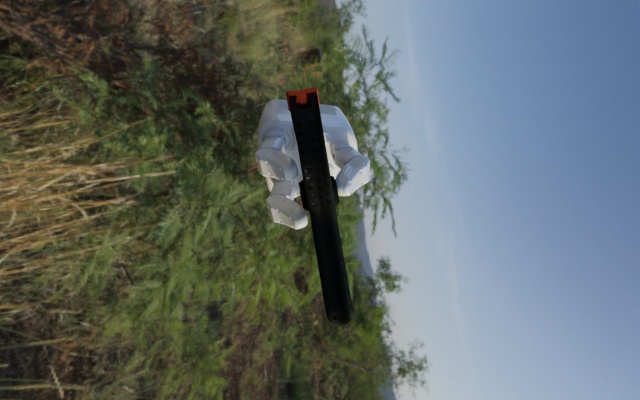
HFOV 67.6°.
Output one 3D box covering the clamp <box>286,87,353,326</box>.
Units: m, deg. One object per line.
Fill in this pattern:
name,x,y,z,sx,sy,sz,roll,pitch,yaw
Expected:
clamp,0.001,0.001,0.459,0.036,0.210,0.164,-10,28,-2
